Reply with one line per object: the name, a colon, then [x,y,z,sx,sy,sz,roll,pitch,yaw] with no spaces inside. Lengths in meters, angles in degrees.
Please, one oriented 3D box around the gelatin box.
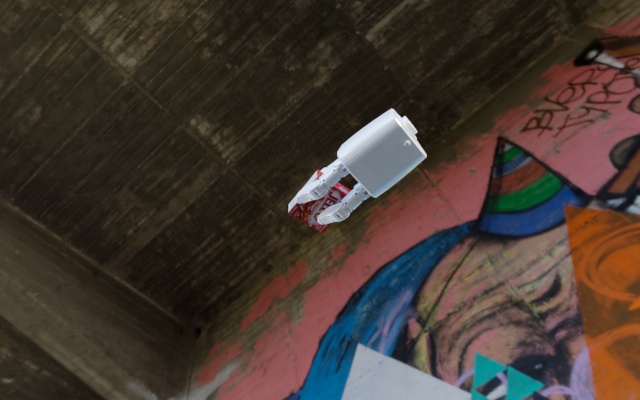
gelatin box: [0.000,0.003,0.800,0.073,0.089,0.030,32,27,-19]
